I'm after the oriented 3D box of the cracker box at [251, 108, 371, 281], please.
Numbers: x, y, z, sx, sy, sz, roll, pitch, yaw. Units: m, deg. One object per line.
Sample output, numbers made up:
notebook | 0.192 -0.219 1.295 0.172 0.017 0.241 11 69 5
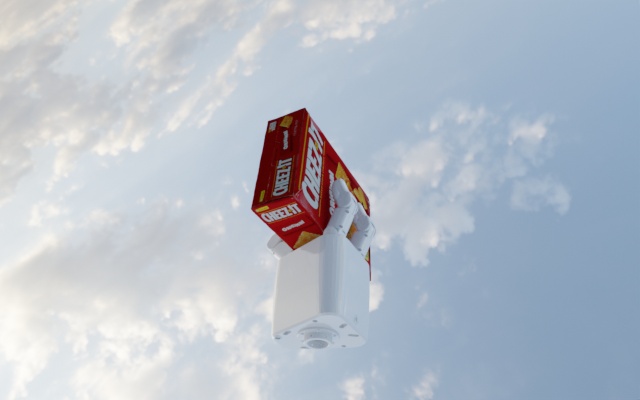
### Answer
cracker box | 0.000 0.002 0.677 0.072 0.164 0.214 -17 -44 23
